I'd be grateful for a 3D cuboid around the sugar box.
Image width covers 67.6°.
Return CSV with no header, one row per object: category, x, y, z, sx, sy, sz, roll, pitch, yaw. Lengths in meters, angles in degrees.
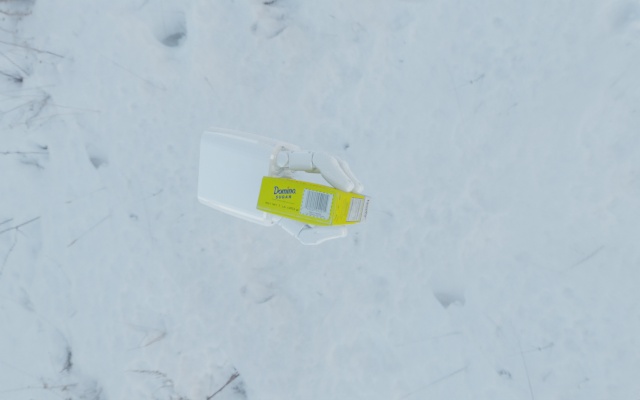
sugar box,0.000,0.001,0.605,0.093,0.048,0.176,13,5,17
